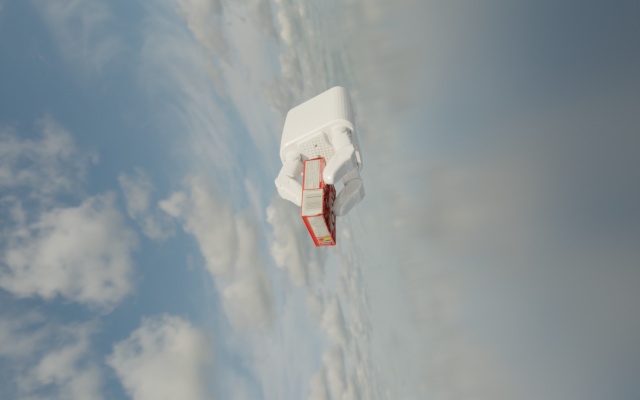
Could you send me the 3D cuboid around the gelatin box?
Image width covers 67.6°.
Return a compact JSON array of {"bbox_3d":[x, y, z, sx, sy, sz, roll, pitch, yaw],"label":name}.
[{"bbox_3d":[0.000,0.002,0.601,0.030,0.089,0.073,-6,-37,12],"label":"gelatin box"}]
